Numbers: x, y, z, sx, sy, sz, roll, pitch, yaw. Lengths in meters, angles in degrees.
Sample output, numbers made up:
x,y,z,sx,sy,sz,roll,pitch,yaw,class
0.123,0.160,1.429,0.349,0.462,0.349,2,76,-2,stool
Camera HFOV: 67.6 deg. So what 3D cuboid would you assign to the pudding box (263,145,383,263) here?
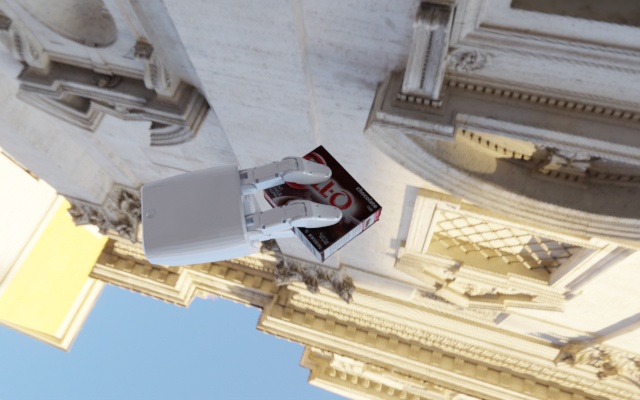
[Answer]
x,y,z,sx,sy,sz,roll,pitch,yaw,class
0.000,0.002,0.548,0.090,0.113,0.039,-36,-21,-16,pudding box
